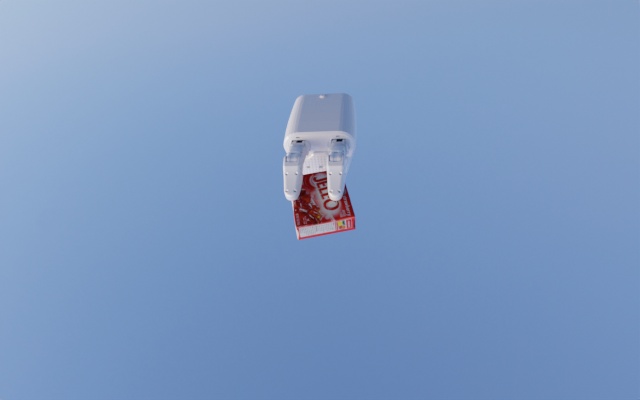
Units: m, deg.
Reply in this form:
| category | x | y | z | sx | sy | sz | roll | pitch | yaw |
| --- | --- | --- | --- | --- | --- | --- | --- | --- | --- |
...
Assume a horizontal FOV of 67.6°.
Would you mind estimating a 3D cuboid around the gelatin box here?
| category | x | y | z | sx | sy | sz | roll | pitch | yaw |
| --- | --- | --- | --- | --- | --- | --- | --- | --- | --- |
| gelatin box | 0.000 | 0.003 | 0.607 | 0.073 | 0.089 | 0.030 | -10 | -41 | -3 |
